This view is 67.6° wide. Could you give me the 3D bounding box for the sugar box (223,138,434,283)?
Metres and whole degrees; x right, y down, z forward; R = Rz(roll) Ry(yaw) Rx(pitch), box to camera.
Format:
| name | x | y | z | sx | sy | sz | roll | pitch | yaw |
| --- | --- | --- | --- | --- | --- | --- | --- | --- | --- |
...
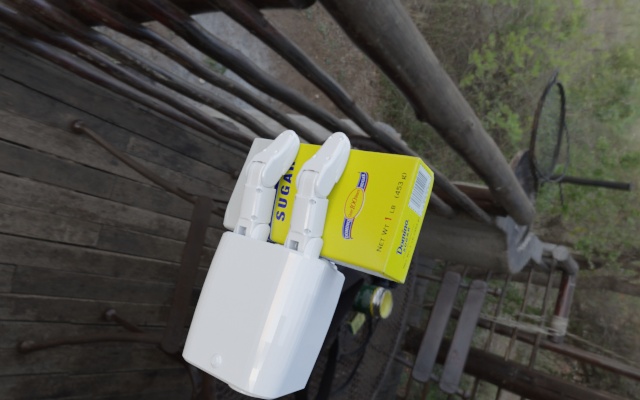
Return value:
| name | x | y | z | sx | sy | sz | roll | pitch | yaw |
| --- | --- | --- | --- | --- | --- | --- | --- | --- | --- |
| sugar box | 0.000 | 0.001 | 0.410 | 0.176 | 0.093 | 0.048 | 12 | -13 | 34 |
